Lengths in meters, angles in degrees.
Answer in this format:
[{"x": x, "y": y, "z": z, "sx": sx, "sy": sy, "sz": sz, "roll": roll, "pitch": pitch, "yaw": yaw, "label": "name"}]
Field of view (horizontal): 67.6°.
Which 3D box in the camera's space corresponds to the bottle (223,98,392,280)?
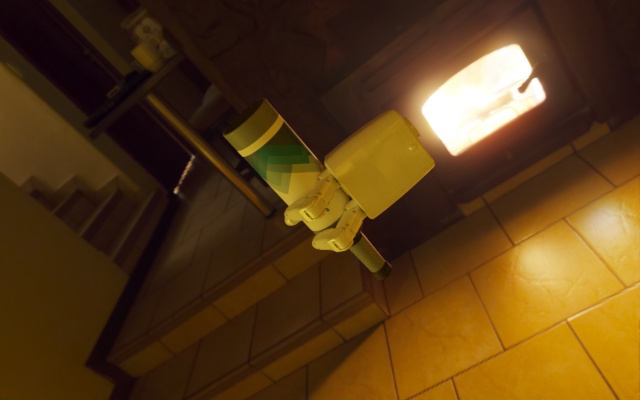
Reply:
[{"x": 0.000, "y": 0.002, "z": 0.619, "sx": 0.296, "sy": 0.069, "sz": 0.069, "roll": 48, "pitch": -24, "yaw": -23, "label": "bottle"}]
